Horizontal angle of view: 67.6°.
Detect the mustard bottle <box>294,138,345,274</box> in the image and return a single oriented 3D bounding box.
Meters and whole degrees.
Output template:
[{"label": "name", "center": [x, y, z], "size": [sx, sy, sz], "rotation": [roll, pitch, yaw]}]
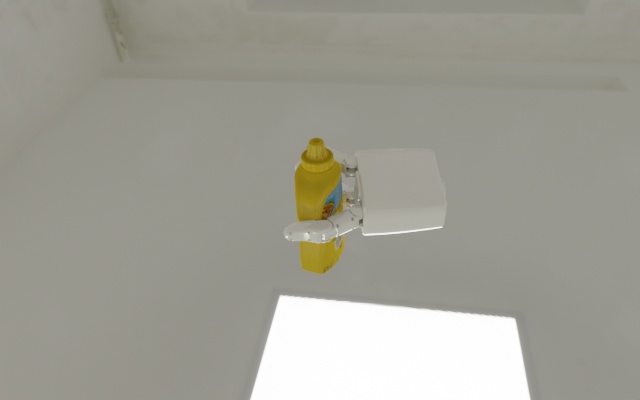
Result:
[{"label": "mustard bottle", "center": [0.000, 0.002, 0.638], "size": [0.058, 0.192, 0.096], "rotation": [13, 42, 18]}]
